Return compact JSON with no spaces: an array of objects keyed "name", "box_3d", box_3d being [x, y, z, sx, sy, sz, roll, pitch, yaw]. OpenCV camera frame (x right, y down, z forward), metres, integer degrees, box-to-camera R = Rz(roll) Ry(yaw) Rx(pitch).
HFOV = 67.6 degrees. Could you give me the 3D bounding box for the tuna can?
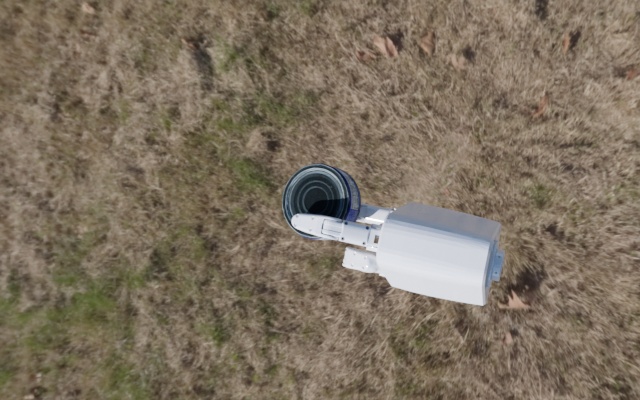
[{"name":"tuna can","box_3d":[0.000,0.002,0.540,0.086,0.086,0.034,0,-6,26]}]
